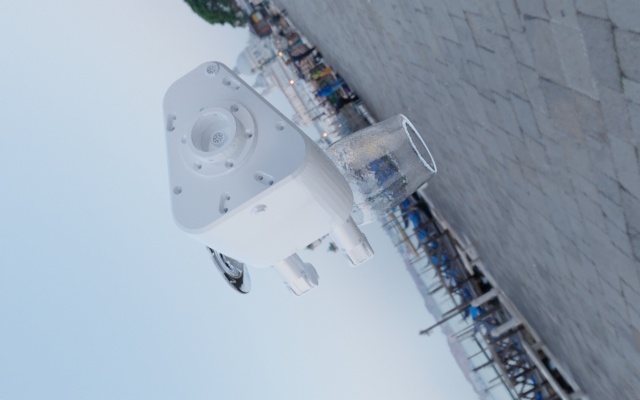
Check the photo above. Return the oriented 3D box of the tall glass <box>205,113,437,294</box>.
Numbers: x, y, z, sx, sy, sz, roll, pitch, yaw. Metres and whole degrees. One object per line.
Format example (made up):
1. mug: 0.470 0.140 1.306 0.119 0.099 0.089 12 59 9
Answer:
1. tall glass: -0.001 0.002 0.423 0.201 0.079 0.079 -31 -3 5
